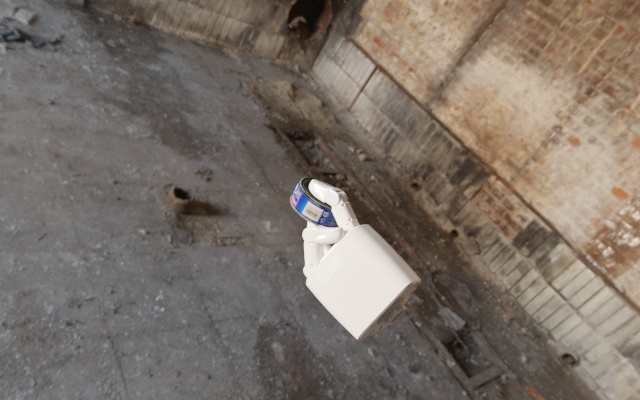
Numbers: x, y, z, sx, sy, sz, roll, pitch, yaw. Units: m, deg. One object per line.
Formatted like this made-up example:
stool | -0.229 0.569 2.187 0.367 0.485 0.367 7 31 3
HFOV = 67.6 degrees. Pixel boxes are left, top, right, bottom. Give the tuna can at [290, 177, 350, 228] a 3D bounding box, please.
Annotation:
tuna can | 0.000 0.002 0.710 0.086 0.034 0.086 23 26 -12
